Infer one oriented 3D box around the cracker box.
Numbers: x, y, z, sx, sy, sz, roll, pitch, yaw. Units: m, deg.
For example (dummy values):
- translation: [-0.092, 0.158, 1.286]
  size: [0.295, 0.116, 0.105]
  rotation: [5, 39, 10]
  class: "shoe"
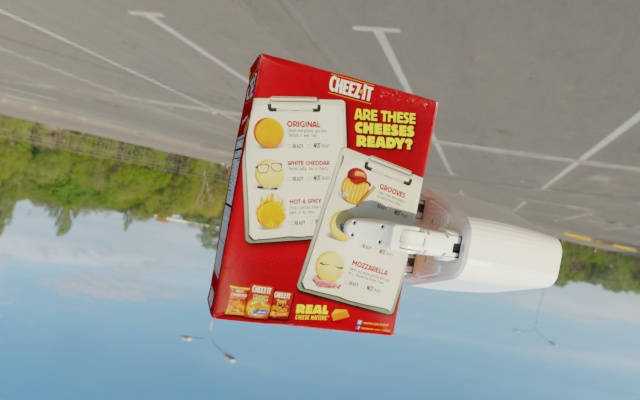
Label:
- translation: [0.000, 0.002, 0.426]
  size: [0.164, 0.213, 0.072]
  rotation: [10, 0, -19]
  class: "cracker box"
